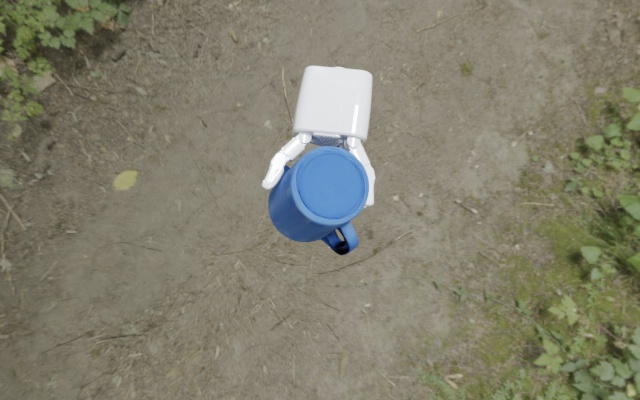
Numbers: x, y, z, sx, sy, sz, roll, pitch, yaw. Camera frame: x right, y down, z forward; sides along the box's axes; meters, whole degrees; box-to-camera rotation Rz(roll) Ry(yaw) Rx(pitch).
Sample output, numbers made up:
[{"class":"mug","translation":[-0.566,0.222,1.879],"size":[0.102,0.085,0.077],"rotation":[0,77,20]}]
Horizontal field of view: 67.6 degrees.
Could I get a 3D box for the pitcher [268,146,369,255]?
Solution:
[{"class":"pitcher","translation":[0.000,0.002,0.741],"size":[0.149,0.145,0.243],"rotation":[11,-9,-9]}]
